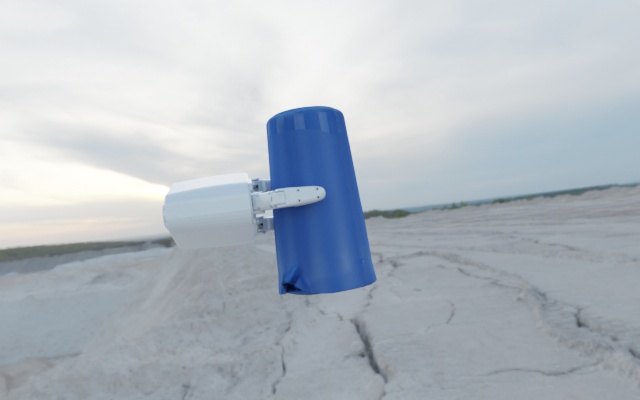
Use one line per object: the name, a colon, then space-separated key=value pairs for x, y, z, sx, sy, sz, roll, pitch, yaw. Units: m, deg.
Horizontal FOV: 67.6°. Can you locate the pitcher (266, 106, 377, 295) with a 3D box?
pitcher: x=0.000 y=0.002 z=0.656 sx=0.145 sy=0.243 sz=0.149 roll=-7 pitch=-2 yaw=-7
